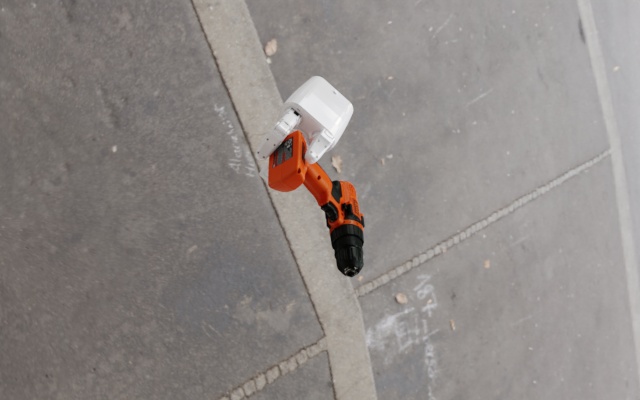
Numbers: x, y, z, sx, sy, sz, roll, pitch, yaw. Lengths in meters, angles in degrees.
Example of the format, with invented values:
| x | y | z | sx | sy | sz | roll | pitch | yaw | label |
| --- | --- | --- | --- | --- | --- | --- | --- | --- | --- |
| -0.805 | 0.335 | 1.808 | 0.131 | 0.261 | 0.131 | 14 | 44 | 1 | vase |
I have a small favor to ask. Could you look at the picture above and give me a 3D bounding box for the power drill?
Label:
| x | y | z | sx | sy | sz | roll | pitch | yaw | label |
| --- | --- | --- | --- | --- | --- | --- | --- | --- | --- |
| 0.000 | 0.002 | 0.704 | 0.057 | 0.184 | 0.188 | -28 | -51 | 19 | power drill |
